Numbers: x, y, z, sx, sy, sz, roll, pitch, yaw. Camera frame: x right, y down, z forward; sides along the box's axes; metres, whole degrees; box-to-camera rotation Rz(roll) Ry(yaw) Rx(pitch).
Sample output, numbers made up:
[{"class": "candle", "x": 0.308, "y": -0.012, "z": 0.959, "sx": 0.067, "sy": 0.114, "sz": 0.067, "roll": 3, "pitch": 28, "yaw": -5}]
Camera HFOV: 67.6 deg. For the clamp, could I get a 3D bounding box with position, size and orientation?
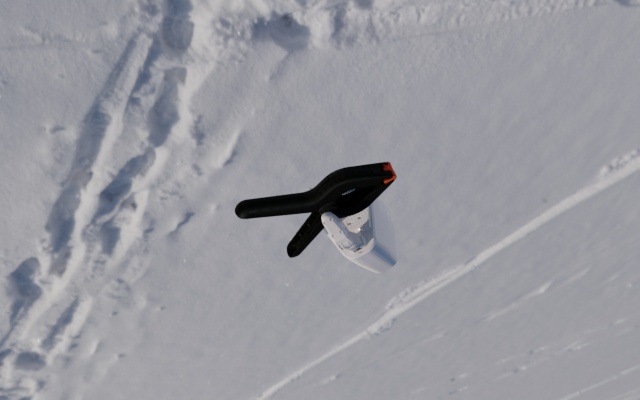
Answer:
[{"class": "clamp", "x": 0.001, "y": 0.003, "z": 0.647, "sx": 0.210, "sy": 0.036, "sz": 0.165, "roll": -31, "pitch": -34, "yaw": 16}]
